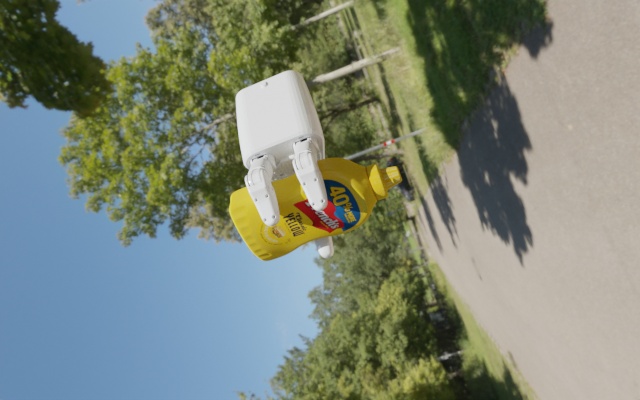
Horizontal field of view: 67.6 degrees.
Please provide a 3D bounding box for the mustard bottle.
[{"bbox_3d":[0.000,0.002,0.551,0.191,0.096,0.058,-20,34,9],"label":"mustard bottle"}]
